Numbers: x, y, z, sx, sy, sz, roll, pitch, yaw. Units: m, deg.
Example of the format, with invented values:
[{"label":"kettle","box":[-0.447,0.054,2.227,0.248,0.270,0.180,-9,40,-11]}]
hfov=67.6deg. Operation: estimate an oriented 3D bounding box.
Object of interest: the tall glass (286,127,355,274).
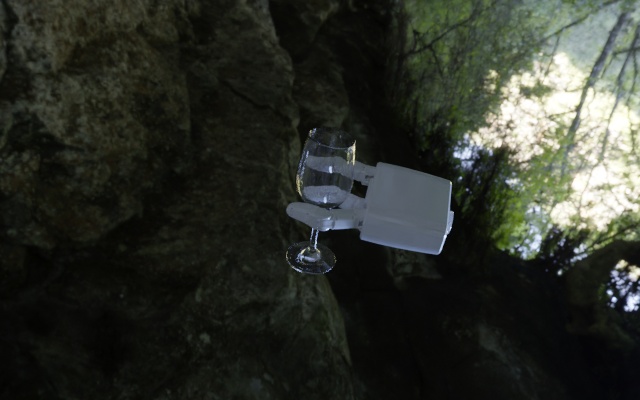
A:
[{"label":"tall glass","box":[0.000,0.003,0.660,0.079,0.201,0.079,7,32,-4]}]
